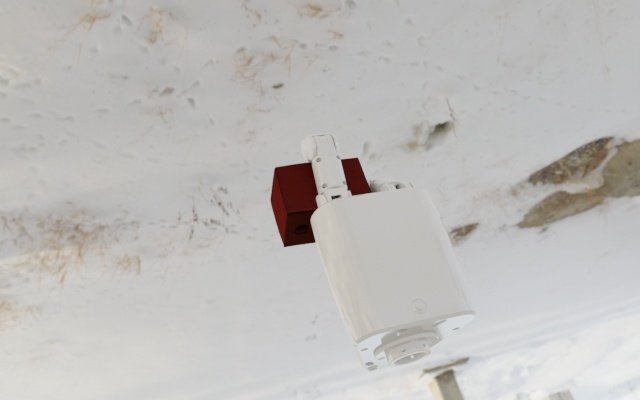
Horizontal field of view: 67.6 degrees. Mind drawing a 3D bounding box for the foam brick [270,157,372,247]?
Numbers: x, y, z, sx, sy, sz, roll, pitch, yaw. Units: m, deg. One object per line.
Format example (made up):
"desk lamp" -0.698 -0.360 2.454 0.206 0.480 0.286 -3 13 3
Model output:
"foam brick" 0.000 0.001 0.416 0.078 0.051 0.053 -8 -32 -14
